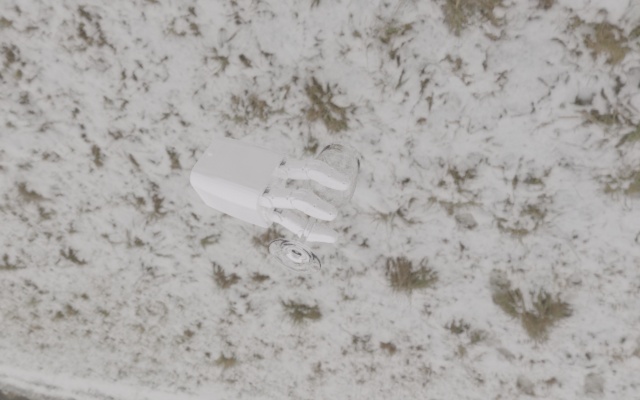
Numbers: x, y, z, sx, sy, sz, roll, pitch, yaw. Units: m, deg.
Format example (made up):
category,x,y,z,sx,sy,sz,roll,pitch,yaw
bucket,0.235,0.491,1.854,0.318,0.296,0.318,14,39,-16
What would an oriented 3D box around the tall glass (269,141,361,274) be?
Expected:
category,x,y,z,sx,sy,sz,roll,pitch,yaw
tall glass,0.000,0.003,0.685,0.079,0.201,0.079,16,-37,13
